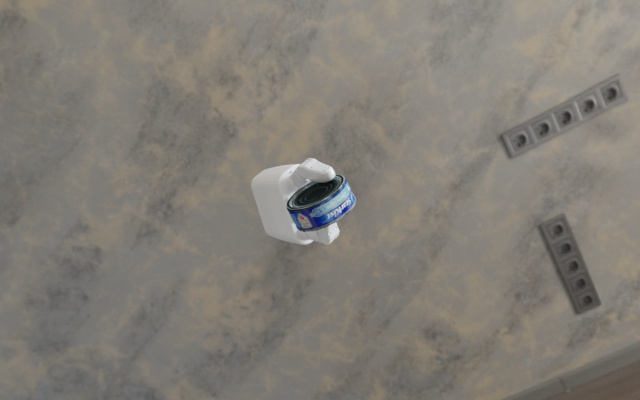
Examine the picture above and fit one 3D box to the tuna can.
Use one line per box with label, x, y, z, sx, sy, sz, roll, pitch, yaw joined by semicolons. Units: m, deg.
tuna can;0.000;0.002;0.610;0.086;0.034;0.086;-24;21;10
